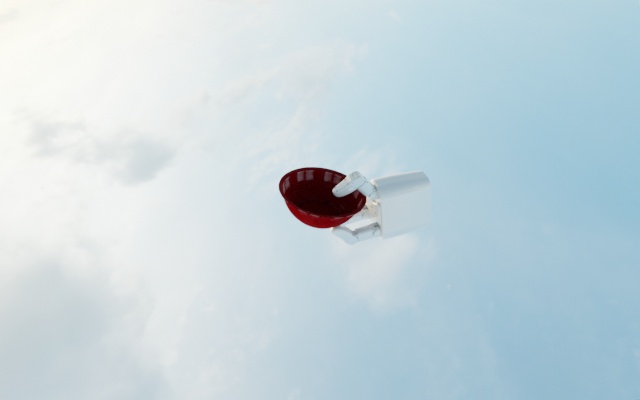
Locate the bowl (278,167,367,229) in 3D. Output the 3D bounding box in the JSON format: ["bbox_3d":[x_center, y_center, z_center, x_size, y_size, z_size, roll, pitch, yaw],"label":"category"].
[{"bbox_3d":[-0.001,0.003,0.877,0.162,0.055,0.162,8,34,-6],"label":"bowl"}]
